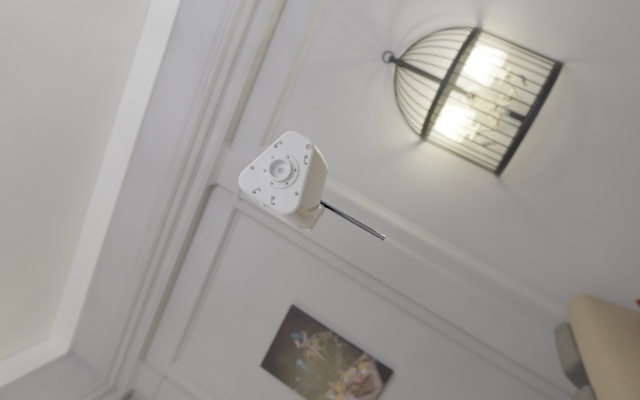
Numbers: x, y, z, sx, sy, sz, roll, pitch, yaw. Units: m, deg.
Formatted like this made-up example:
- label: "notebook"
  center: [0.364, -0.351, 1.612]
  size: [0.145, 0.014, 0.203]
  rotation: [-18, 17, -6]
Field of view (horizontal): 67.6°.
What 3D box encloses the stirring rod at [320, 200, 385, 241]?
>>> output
- label: "stirring rod"
  center: [0.000, 0.003, 0.788]
  size: [0.239, 0.011, 0.011]
  rotation: [30, 8, 14]
